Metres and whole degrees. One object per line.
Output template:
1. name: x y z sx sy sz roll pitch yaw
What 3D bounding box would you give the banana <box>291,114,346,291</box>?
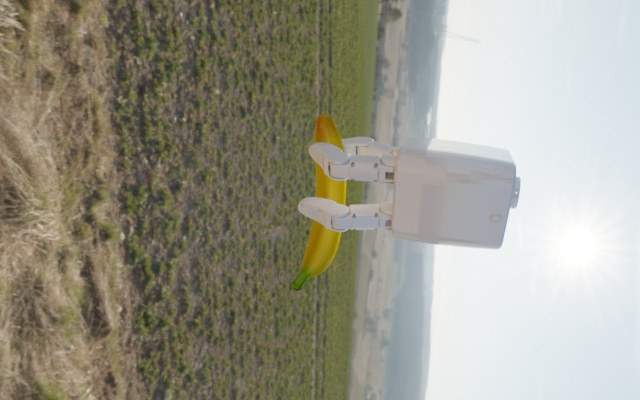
1. banana: 0.006 0.003 0.545 0.037 0.198 0.069 10 10 18
